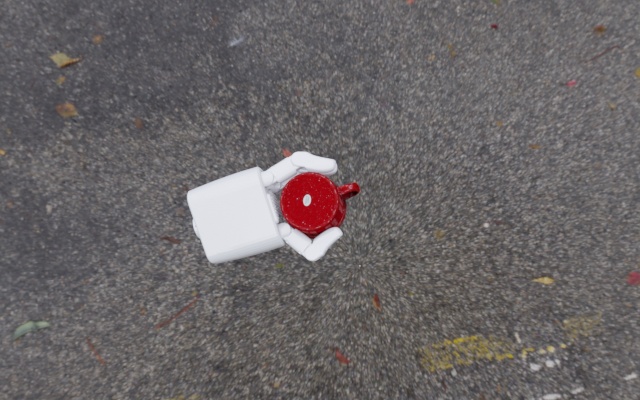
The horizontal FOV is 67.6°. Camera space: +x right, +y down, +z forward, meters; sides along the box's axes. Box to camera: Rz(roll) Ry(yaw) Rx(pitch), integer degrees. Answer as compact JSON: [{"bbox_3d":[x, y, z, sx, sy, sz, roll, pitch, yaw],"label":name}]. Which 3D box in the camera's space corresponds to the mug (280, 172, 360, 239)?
[{"bbox_3d":[0.001,0.002,0.673,0.117,0.093,0.081,-19,-9,3],"label":"mug"}]
